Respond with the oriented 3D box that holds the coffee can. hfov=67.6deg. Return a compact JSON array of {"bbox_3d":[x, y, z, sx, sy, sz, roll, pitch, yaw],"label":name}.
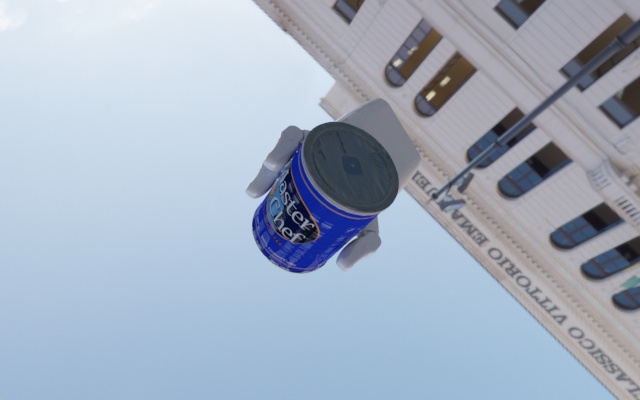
[{"bbox_3d":[0.000,0.002,0.497,0.103,0.102,0.140,0,-30,-31],"label":"coffee can"}]
